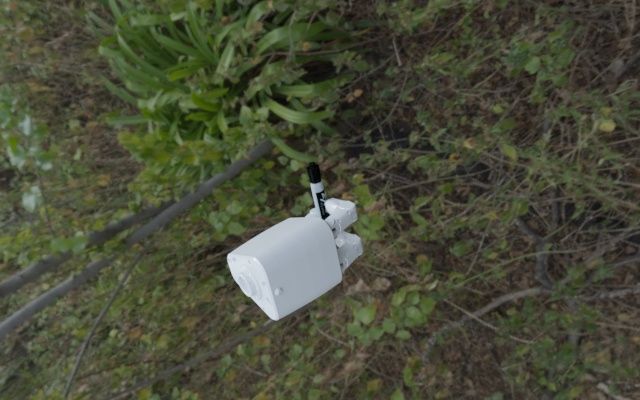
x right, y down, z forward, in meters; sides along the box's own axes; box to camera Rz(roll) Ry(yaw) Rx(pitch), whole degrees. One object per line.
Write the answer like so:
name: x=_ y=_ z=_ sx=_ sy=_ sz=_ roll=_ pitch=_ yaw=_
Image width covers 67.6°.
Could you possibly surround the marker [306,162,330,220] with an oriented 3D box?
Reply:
marker: x=0.000 y=0.002 z=0.684 sx=0.020 sy=0.121 sz=0.020 roll=-11 pitch=24 yaw=5
